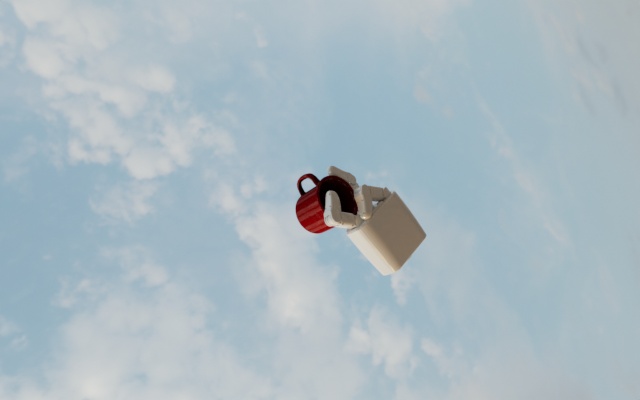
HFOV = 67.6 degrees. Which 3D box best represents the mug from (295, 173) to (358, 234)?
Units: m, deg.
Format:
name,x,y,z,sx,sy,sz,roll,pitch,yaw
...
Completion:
name,x,y,z,sx,sy,sz,roll,pitch,yaw
mug,-0.001,0.002,0.867,0.081,0.117,0.093,-30,14,47
